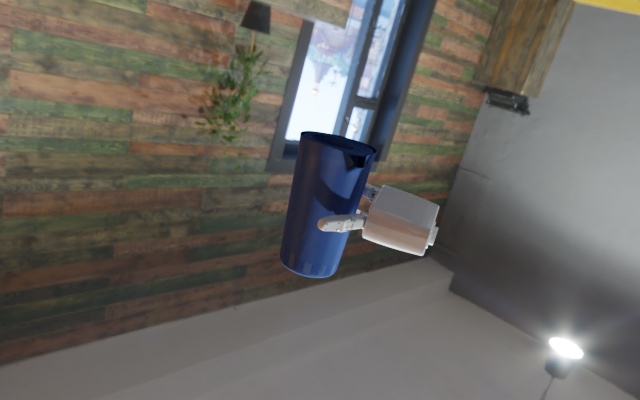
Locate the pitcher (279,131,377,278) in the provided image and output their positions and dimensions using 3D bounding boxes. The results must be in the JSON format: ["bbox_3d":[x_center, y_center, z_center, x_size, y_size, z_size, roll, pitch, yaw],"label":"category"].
[{"bbox_3d":[0.000,0.003,0.843,0.145,0.243,0.149,19,18,13],"label":"pitcher"}]
